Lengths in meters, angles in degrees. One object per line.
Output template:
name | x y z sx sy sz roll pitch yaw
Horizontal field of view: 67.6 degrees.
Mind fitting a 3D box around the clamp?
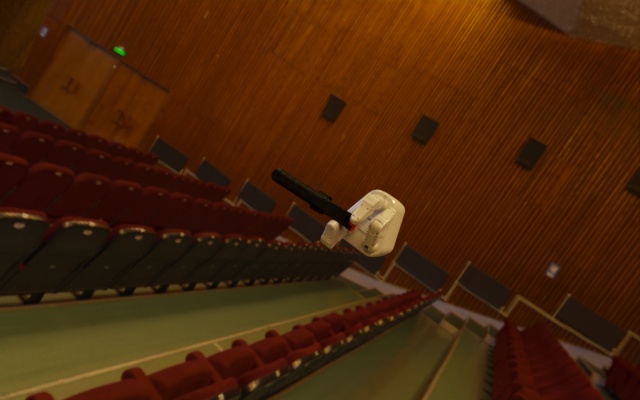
clamp | 0.001 0.002 0.844 0.171 0.039 0.120 35 8 20
